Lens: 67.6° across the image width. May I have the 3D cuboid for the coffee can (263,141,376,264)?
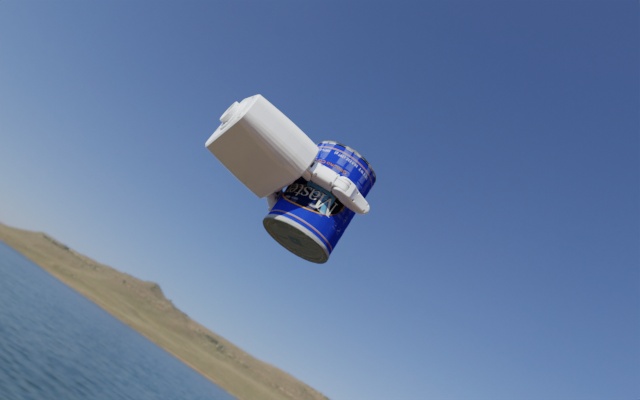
[{"bbox_3d":[0.000,0.002,0.668,0.103,0.140,0.103,28,-24,14],"label":"coffee can"}]
